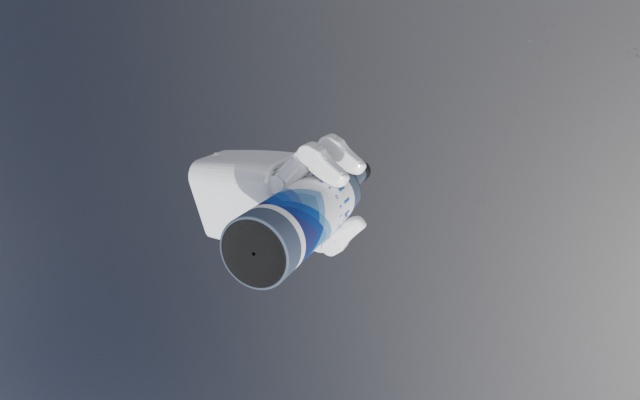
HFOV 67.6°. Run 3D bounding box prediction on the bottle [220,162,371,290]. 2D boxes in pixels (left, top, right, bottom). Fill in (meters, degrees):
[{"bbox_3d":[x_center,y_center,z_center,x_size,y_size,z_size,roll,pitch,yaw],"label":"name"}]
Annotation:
[{"bbox_3d":[0.000,0.002,0.525,0.069,0.069,0.295,0,17,24],"label":"bottle"}]
